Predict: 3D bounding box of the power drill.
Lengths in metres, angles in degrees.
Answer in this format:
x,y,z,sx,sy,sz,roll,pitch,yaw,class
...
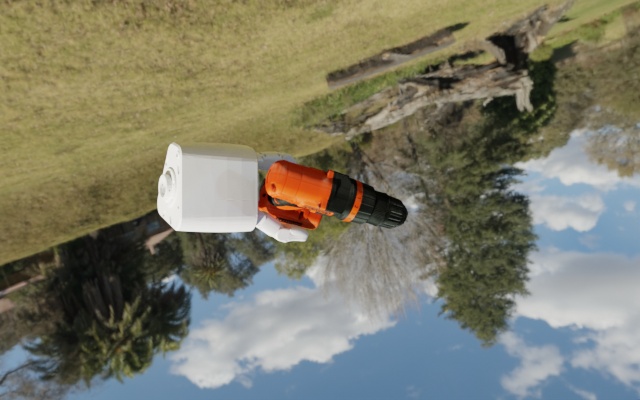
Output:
x,y,z,sx,sy,sz,roll,pitch,yaw,class
0.000,0.002,0.642,0.184,0.057,0.187,18,-14,-18,power drill
